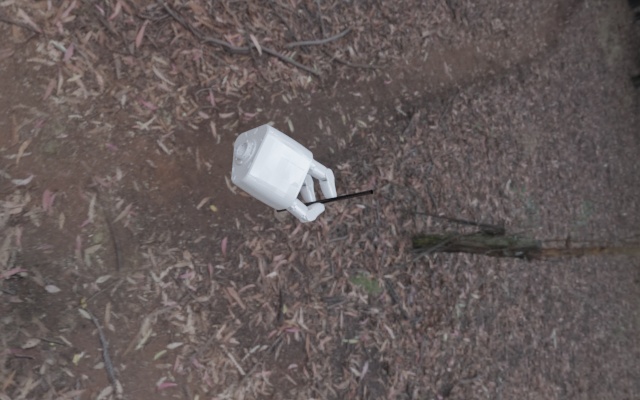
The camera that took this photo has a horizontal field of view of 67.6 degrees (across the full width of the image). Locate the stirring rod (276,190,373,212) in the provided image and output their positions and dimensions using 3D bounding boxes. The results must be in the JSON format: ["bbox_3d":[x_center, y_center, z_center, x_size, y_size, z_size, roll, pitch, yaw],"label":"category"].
[{"bbox_3d":[0.000,0.003,0.893,0.239,0.011,0.011,-11,-8,42],"label":"stirring rod"}]
